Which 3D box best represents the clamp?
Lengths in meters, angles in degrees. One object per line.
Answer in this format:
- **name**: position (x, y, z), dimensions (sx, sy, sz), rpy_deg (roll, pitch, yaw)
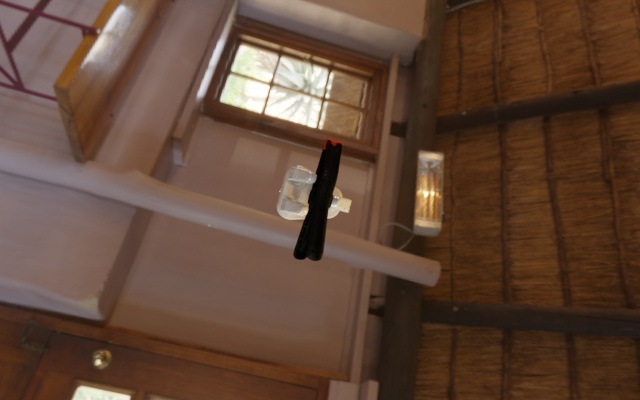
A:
- **clamp**: position (0.001, 0.002, 0.766), dimensions (0.036, 0.210, 0.164), rpy_deg (15, -2, -10)
